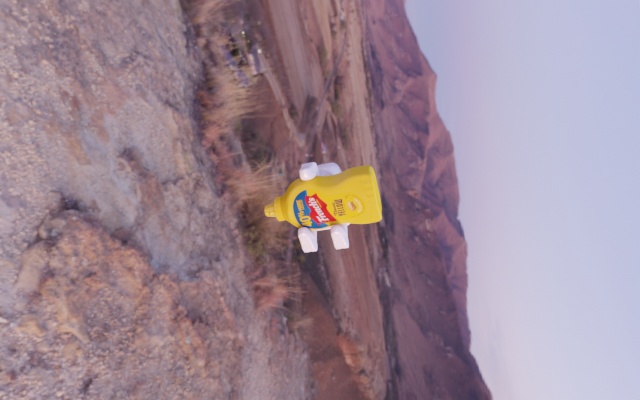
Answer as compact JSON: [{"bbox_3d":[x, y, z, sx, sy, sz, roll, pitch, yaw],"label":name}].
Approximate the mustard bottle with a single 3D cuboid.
[{"bbox_3d":[0.000,0.003,0.789,0.191,0.096,0.058,-9,35,12],"label":"mustard bottle"}]
